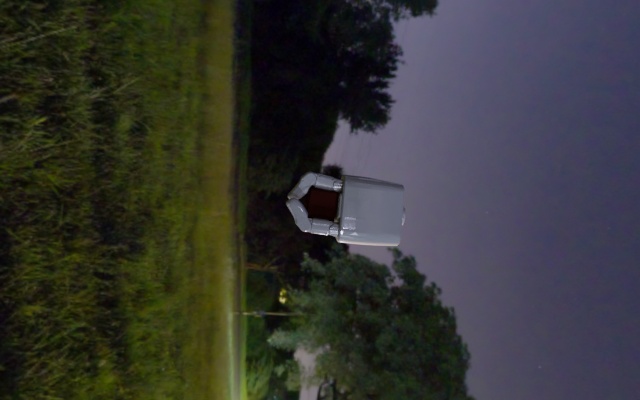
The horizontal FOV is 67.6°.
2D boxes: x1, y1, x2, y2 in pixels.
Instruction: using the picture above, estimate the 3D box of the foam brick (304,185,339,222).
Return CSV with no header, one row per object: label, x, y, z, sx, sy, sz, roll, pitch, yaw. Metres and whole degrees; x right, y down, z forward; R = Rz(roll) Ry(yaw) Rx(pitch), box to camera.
foam brick,0.000,0.003,0.840,0.051,0.053,0.078,8,9,-5
